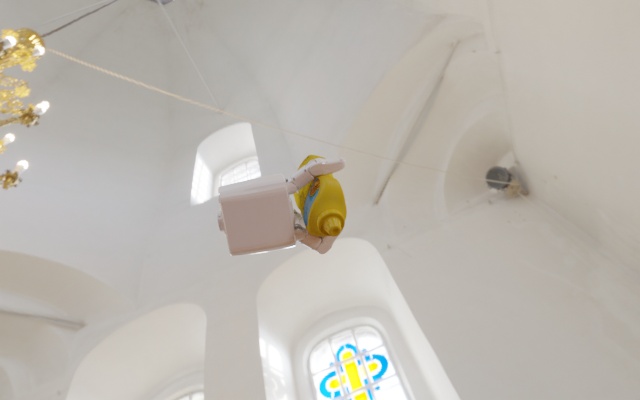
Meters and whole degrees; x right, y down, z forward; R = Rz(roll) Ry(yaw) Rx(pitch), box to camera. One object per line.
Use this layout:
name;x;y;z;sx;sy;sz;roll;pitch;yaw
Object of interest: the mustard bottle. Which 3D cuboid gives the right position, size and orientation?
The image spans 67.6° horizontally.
mustard bottle;0.000;0.002;0.770;0.058;0.096;0.191;12;23;-19
